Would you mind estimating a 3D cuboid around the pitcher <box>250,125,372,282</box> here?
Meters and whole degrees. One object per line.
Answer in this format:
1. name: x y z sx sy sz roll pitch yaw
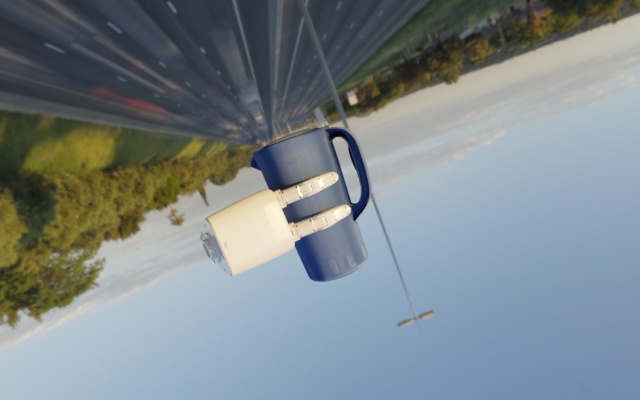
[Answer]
1. pitcher: 0.000 0.003 0.788 0.145 0.243 0.149 -25 8 -25
